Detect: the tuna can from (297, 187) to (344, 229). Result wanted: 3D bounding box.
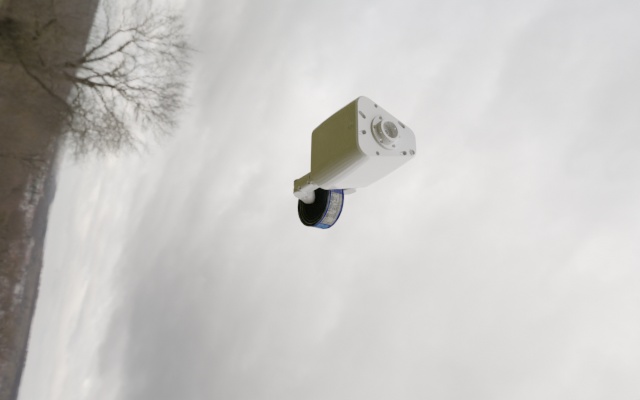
[{"bbox_3d":[0.001,0.003,0.765,0.034,0.086,0.086,13,-8,-34],"label":"tuna can"}]
